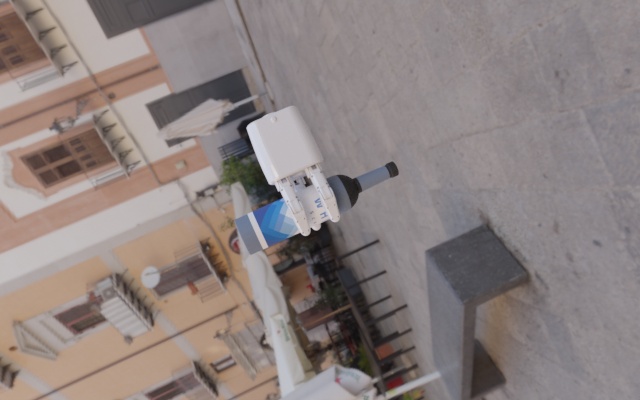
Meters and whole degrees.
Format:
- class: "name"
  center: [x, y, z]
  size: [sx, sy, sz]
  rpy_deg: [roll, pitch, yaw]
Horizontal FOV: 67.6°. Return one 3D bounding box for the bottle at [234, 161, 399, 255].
- class: "bottle"
  center: [0.000, 0.003, 0.830]
  size: [0.295, 0.069, 0.069]
  rpy_deg: [-24, 3, -7]
